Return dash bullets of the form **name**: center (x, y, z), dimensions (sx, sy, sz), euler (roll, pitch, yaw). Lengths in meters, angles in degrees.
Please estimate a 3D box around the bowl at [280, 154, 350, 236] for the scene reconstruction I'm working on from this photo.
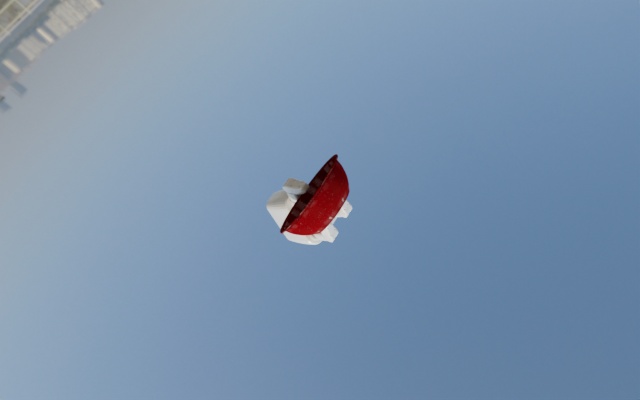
- **bowl**: center (0.001, 0.003, 0.799), dimensions (0.055, 0.162, 0.162), euler (36, -6, -8)
